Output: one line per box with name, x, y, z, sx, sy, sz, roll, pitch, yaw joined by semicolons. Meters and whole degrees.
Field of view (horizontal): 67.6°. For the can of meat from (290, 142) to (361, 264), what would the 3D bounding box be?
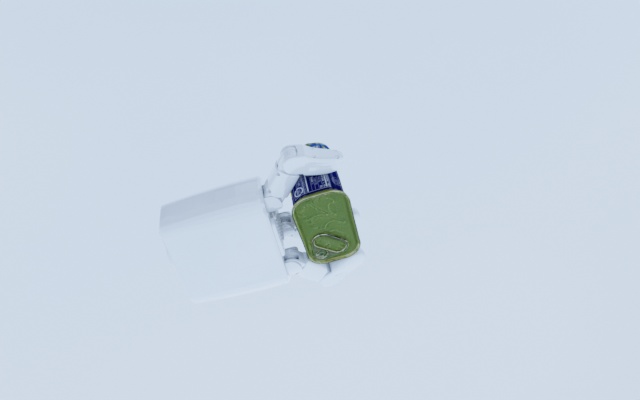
can of meat;0.000;0.001;0.501;0.057;0.083;0.102;-16;-45;2
